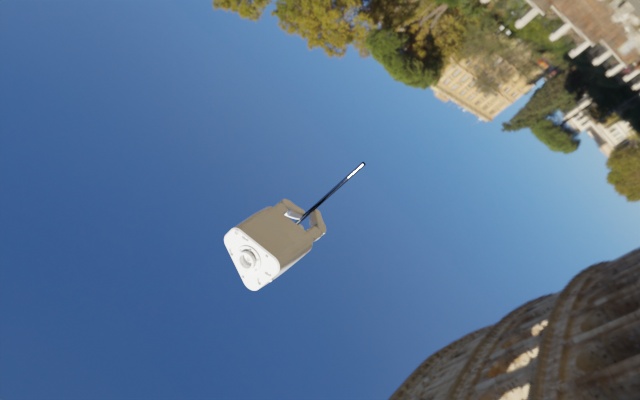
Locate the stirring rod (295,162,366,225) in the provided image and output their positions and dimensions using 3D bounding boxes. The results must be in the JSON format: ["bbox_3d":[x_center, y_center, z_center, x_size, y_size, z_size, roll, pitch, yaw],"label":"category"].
[{"bbox_3d":[0.000,0.003,0.890,0.011,0.011,0.240,0,-34,-48],"label":"stirring rod"}]
